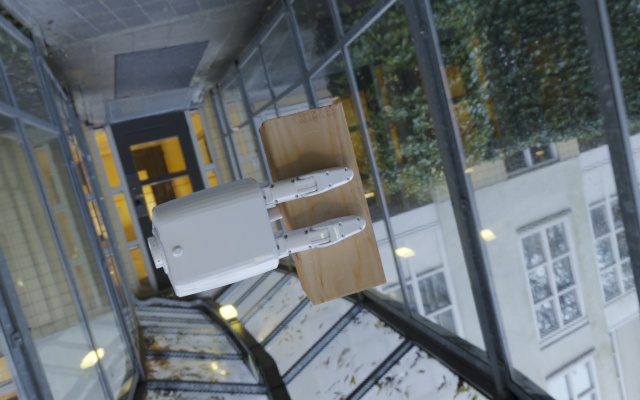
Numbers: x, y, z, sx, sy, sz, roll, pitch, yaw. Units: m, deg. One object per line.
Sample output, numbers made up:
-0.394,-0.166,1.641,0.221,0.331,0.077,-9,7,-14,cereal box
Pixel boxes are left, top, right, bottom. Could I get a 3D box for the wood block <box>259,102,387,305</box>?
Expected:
0.000,0.002,0.559,0.090,0.206,0.091,-15,6,-10,wood block
